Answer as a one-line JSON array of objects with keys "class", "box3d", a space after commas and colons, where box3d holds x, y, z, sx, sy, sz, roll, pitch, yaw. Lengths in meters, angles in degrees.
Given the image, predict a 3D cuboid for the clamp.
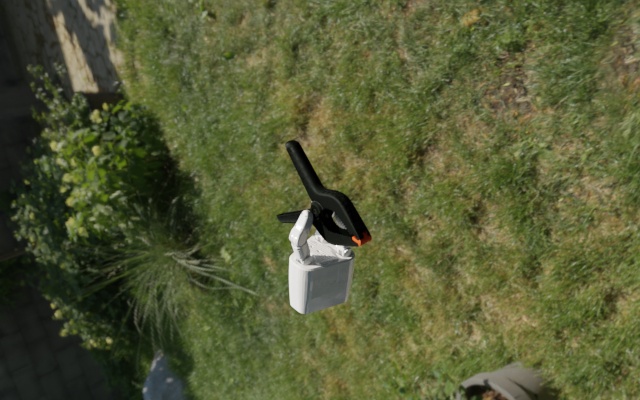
[{"class": "clamp", "box3d": [0.000, 0.003, 0.783, 0.036, 0.165, 0.210, -22, 38, -38]}]
